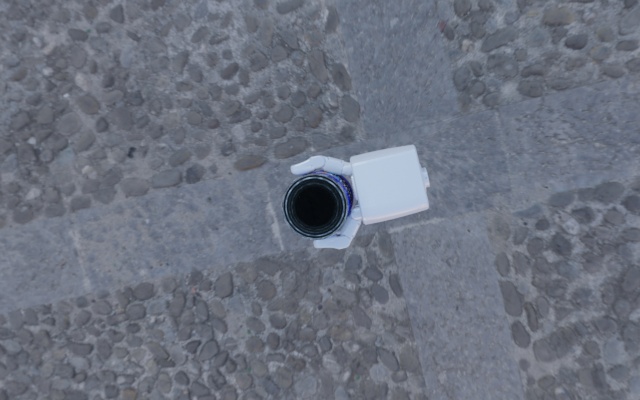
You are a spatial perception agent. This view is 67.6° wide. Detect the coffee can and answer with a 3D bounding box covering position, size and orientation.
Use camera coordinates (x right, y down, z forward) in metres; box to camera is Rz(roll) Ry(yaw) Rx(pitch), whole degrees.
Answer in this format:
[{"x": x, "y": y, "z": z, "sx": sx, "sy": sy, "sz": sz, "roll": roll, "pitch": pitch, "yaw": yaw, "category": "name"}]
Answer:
[{"x": 0.000, "y": 0.003, "z": 0.788, "sx": 0.103, "sy": 0.103, "sz": 0.140, "roll": 0, "pitch": 6, "yaw": 8, "category": "coffee can"}]
